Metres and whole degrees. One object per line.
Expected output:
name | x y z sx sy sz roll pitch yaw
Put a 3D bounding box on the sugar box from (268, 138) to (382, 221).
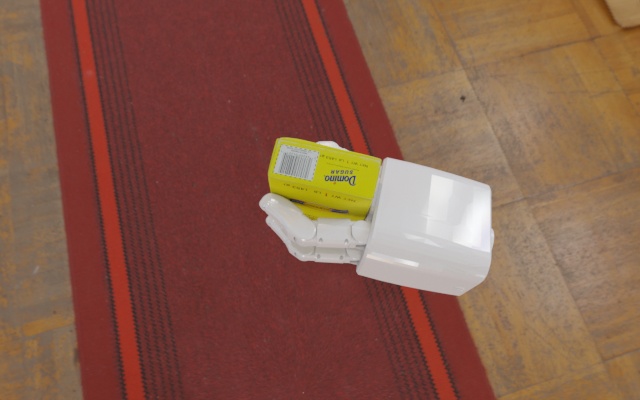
sugar box | 0.000 0.002 0.481 0.093 0.048 0.176 14 -22 3
